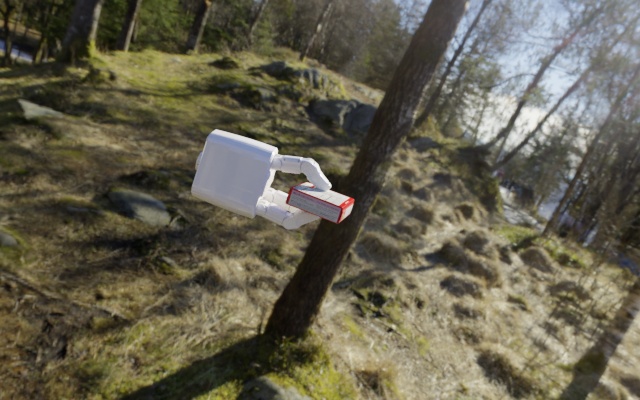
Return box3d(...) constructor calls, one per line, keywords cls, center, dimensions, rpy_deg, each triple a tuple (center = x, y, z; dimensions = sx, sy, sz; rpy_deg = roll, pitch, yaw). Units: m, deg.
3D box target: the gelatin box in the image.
box3d(cls="gelatin box", center=(0.001, 0.002, 0.740), dimensions=(0.089, 0.030, 0.073), rpy_deg=(20, 15, 13))
